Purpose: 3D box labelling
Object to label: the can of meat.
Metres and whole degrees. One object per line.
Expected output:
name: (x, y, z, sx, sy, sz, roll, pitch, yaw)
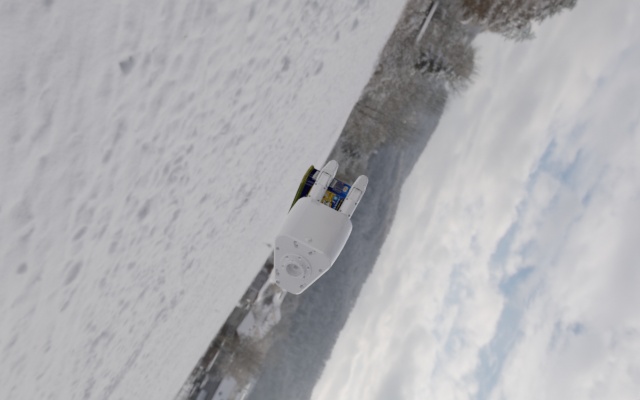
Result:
can of meat: (0.000, 0.003, 0.828, 0.084, 0.102, 0.057, 27, 31, 5)
